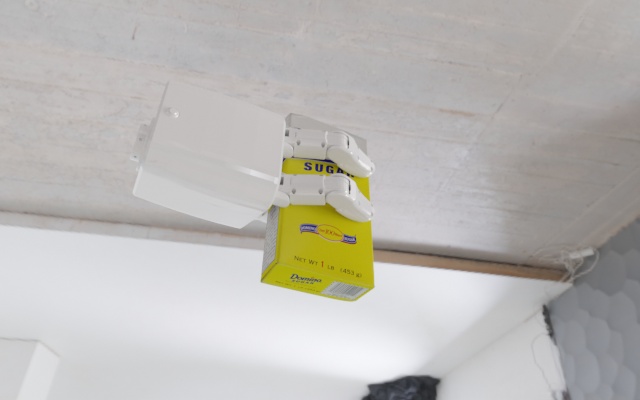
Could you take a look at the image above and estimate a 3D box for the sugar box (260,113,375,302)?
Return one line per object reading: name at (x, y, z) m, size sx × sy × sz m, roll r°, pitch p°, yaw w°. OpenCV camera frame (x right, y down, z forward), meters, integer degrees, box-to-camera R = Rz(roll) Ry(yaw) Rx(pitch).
sugar box at (0.000, 0.001, 0.452) m, size 0.093 × 0.176 × 0.048 m, roll 17°, pitch -37°, yaw -21°
